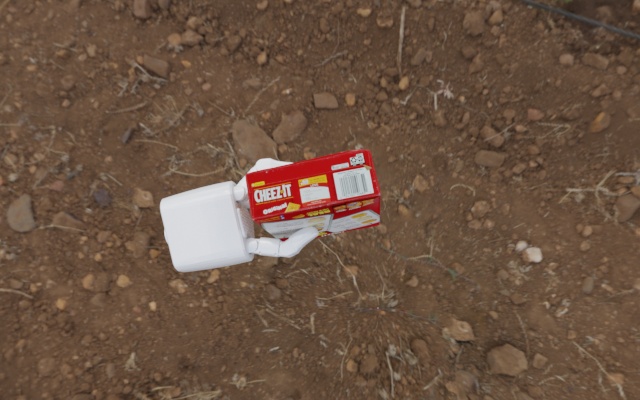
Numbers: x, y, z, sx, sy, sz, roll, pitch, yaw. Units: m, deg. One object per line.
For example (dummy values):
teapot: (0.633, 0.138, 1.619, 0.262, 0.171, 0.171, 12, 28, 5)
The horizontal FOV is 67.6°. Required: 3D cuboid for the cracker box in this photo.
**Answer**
cracker box: (0.000, 0.002, 0.690, 0.164, 0.072, 0.214, -12, -14, 4)
